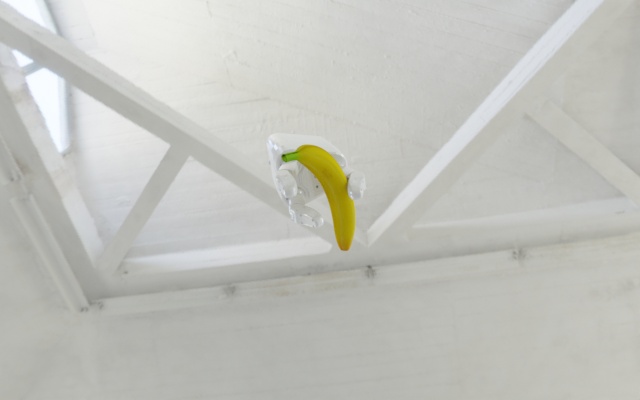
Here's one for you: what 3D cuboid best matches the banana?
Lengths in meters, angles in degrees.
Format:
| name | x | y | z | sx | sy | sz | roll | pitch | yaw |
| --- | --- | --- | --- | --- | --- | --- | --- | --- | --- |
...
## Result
| name | x | y | z | sx | sy | sz | roll | pitch | yaw |
| --- | --- | --- | --- | --- | --- | --- | --- | --- | --- |
| banana | 0.012 | -0.012 | 0.684 | 0.069 | 0.198 | 0.037 | -43 | 35 | -14 |
